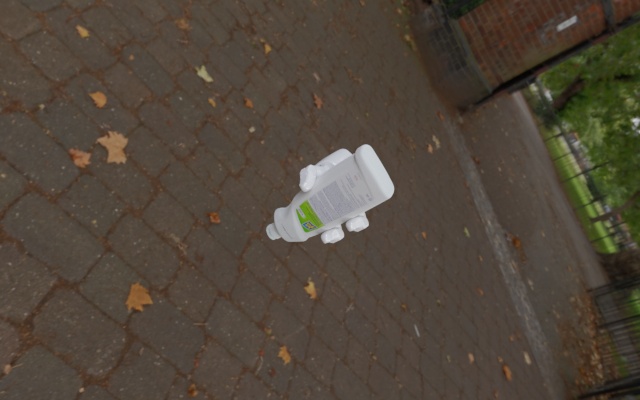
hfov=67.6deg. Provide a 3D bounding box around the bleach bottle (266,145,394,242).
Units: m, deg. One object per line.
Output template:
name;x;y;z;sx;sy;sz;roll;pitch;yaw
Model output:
bleach bottle;0.000;0.003;0.854;0.251;0.102;0.068;-28;8;27
